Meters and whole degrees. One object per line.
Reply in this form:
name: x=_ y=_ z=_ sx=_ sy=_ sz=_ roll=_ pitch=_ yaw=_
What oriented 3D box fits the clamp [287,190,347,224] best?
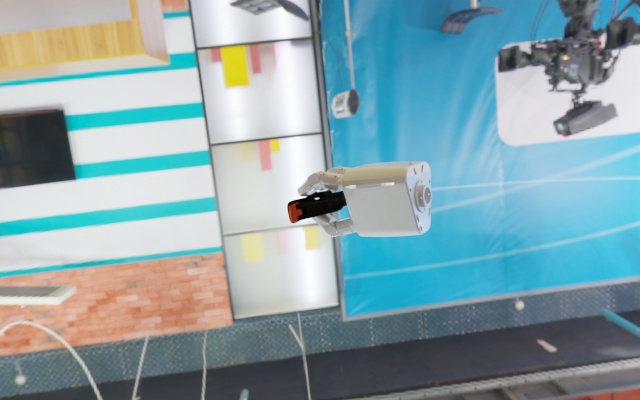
clamp: x=0.000 y=0.004 z=0.800 sx=0.164 sy=0.036 sz=0.210 roll=-6 pitch=8 yaw=36
